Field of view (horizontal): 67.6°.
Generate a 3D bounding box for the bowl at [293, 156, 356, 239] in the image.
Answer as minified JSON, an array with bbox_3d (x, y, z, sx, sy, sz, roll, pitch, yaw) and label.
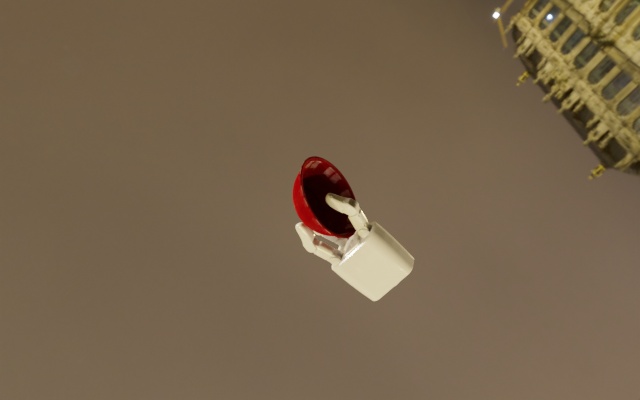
[{"bbox_3d":[-0.001,0.002,0.872,0.055,0.162,0.162,-28,-16,32],"label":"bowl"}]
